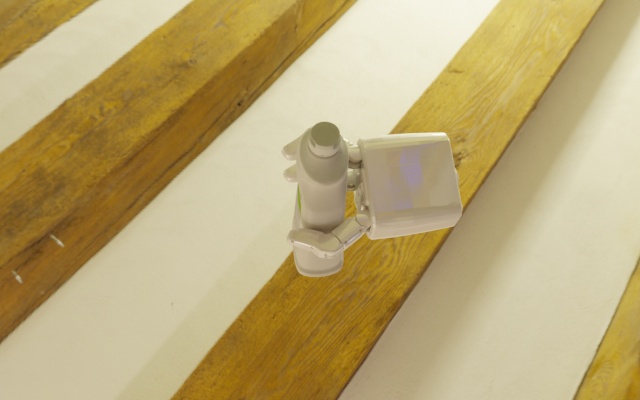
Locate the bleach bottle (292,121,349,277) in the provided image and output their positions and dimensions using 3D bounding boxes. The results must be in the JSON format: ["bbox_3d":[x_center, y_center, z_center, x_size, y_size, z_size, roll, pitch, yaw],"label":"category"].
[{"bbox_3d":[0.000,0.002,0.557,0.068,0.102,0.251,-5,-27,-6],"label":"bleach bottle"}]
